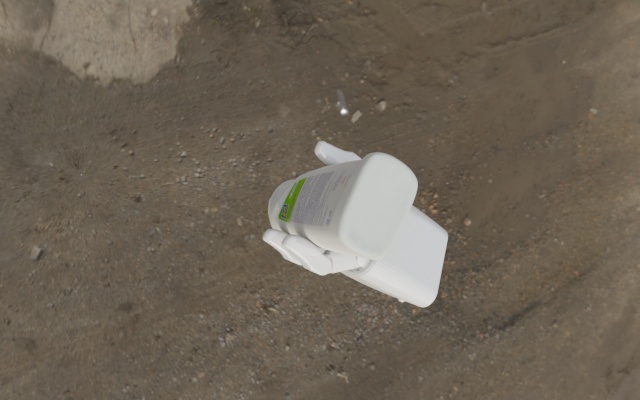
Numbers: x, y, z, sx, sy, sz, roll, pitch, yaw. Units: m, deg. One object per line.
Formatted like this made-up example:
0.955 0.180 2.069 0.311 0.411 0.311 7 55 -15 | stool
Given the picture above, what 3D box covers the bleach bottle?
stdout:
0.000 0.002 0.554 0.068 0.102 0.251 30 -10 -24 | bleach bottle
